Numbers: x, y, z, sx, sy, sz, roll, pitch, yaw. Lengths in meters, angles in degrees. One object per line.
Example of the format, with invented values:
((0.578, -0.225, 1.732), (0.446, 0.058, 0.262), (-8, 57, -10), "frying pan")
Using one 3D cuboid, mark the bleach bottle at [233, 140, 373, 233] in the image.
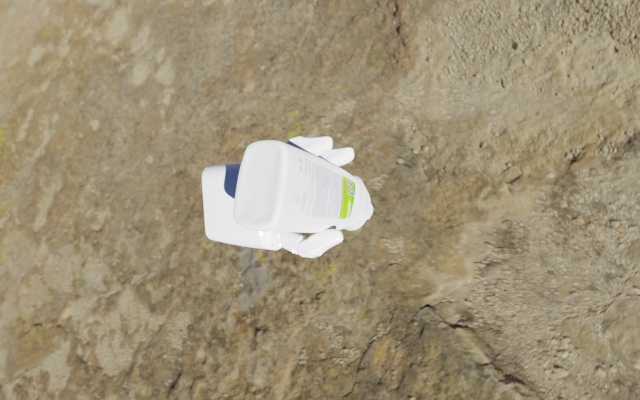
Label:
((0.000, 0.002, 0.606), (0.068, 0.102, 0.251), (4, -8, 32), "bleach bottle")
